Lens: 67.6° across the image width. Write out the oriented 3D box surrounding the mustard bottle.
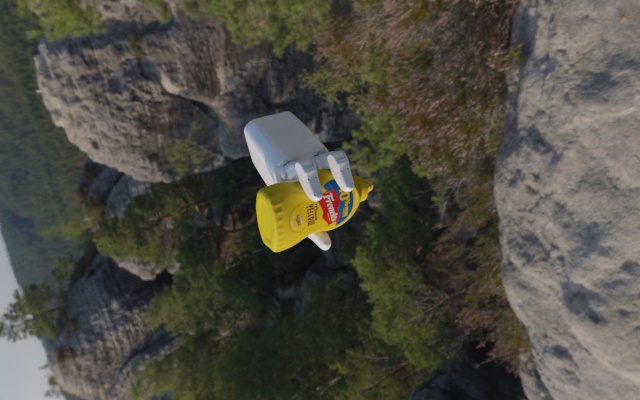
[{"bbox_3d":[0.000,0.003,0.717,0.191,0.096,0.058,-20,30,-29],"label":"mustard bottle"}]
